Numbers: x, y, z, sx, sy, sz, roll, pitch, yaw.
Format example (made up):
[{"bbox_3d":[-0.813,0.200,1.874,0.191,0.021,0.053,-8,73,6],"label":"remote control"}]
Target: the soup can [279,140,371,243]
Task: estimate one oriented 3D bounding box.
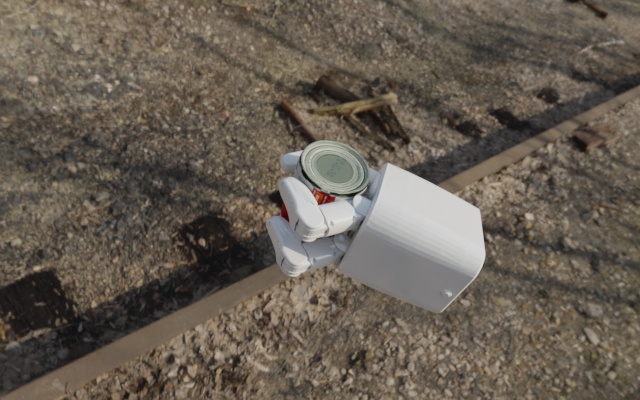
[{"bbox_3d":[0.000,0.001,0.457,0.068,0.068,0.102,0,-39,-20],"label":"soup can"}]
